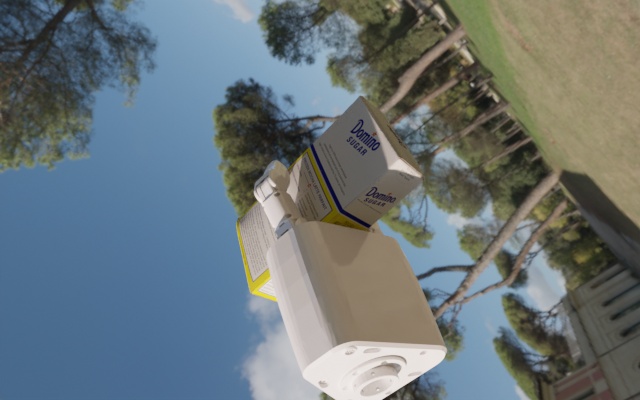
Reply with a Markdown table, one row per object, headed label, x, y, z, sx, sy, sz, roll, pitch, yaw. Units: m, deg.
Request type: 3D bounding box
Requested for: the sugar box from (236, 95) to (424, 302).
| label | x | y | z | sx | sy | sz | roll | pitch | yaw |
| --- | --- | --- | --- | --- | --- | --- | --- | --- | --- |
| sugar box | 0.000 | 0.002 | 0.424 | 0.176 | 0.093 | 0.048 | -41 | -46 | 19 |
